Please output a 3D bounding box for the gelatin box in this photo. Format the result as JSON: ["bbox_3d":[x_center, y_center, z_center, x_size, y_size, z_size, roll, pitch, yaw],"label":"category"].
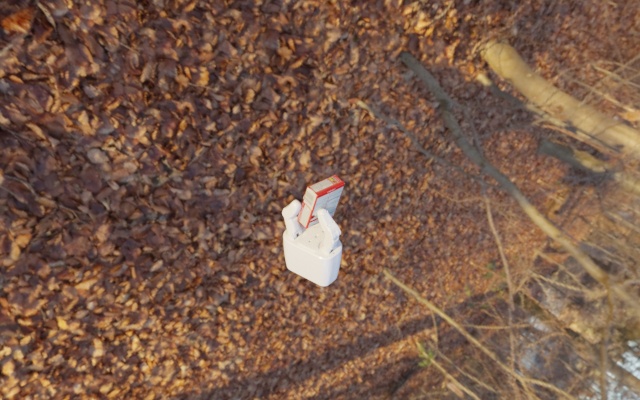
[{"bbox_3d":[0.001,0.003,0.877,0.073,0.089,0.030,-25,56,-39],"label":"gelatin box"}]
